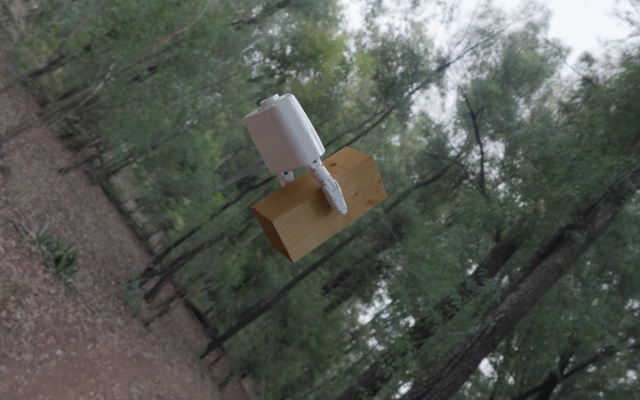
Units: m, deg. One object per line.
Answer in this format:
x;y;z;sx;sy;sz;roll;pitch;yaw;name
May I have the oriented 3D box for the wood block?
0.000;0.002;0.823;0.206;0.090;0.090;-34;30;-17;wood block
